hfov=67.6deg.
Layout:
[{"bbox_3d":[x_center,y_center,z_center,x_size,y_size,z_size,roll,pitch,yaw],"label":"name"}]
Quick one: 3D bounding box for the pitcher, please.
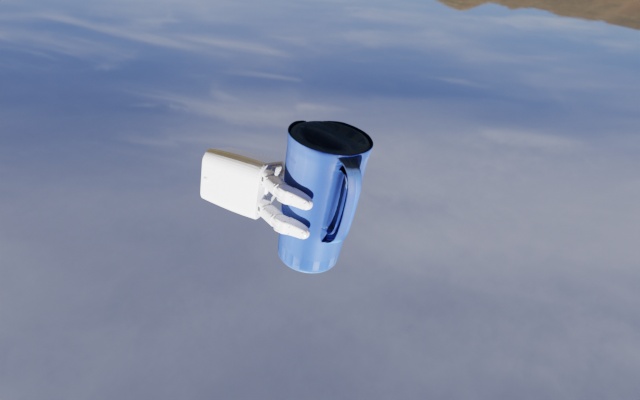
[{"bbox_3d":[0.000,0.002,0.779,0.145,0.243,0.149,19,31,14],"label":"pitcher"}]
